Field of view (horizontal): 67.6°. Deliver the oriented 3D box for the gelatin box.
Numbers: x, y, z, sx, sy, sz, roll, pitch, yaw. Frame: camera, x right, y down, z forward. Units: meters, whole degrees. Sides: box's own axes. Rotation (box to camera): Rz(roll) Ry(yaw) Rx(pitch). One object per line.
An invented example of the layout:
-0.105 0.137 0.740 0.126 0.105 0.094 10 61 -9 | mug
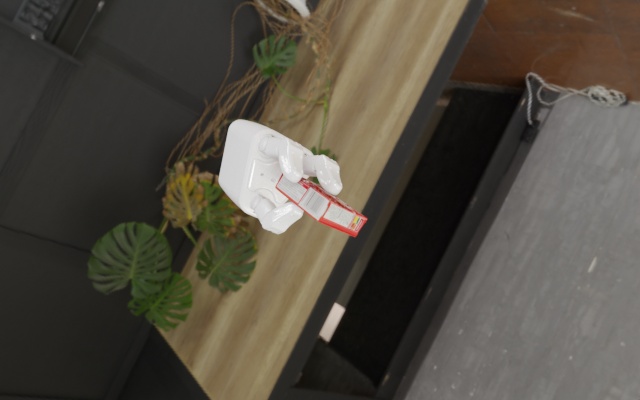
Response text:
0.000 0.002 0.554 0.073 0.030 0.089 26 8 -47 | gelatin box
